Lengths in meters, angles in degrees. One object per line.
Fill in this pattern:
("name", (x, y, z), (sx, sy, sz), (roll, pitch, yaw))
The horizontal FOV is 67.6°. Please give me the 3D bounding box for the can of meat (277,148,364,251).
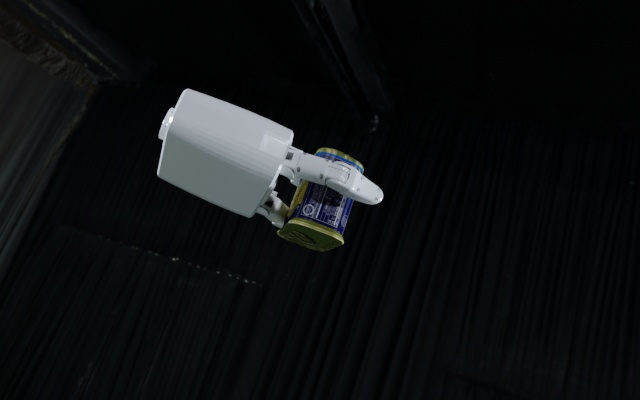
("can of meat", (0.000, 0.001, 0.501), (0.057, 0.084, 0.102), (22, -16, -9))
